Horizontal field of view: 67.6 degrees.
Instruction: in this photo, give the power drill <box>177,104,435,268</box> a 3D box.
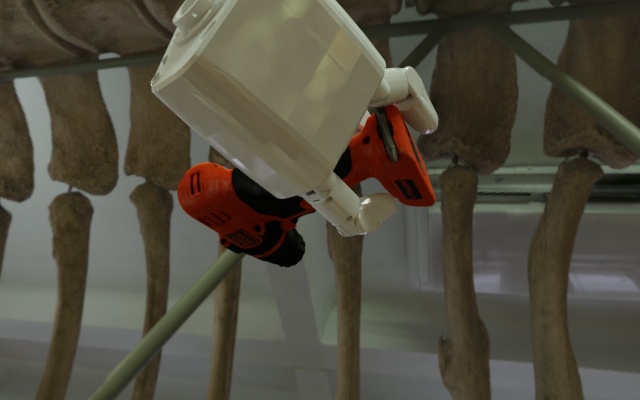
[{"bbox_3d":[0.000,0.001,0.419,0.187,0.057,0.184,-21,-28,14],"label":"power drill"}]
